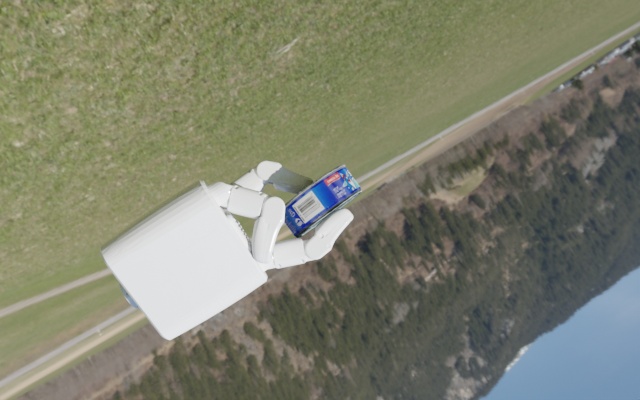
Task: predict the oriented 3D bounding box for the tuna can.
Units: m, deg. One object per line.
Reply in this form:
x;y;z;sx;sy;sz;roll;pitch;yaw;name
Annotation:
0.000;0.002;0.492;0.086;0.034;0.086;-36;-4;-3;tuna can
